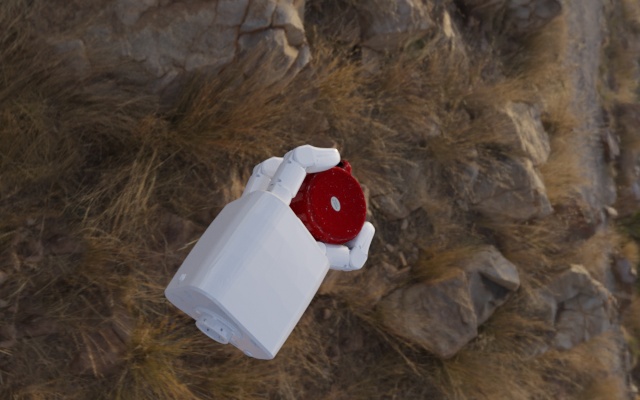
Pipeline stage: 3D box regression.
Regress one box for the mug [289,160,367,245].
[{"bbox_3d":[0.001,0.001,0.520,0.093,0.117,0.081,44,-33,-21],"label":"mug"}]
